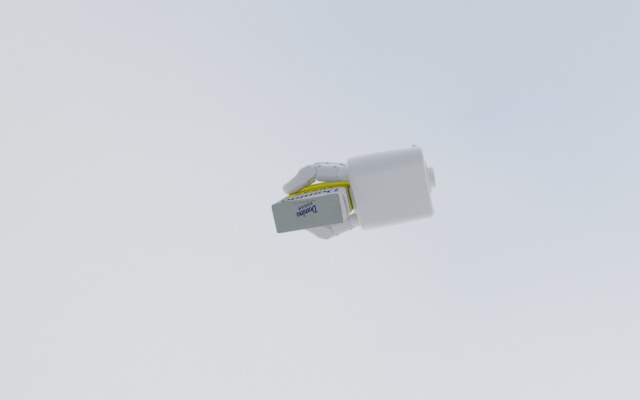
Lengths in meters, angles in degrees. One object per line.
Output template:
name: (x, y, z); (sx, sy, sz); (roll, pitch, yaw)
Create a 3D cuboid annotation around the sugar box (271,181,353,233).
sugar box: (0.000, 0.002, 0.692); (0.093, 0.048, 0.176); (-10, 5, 13)
